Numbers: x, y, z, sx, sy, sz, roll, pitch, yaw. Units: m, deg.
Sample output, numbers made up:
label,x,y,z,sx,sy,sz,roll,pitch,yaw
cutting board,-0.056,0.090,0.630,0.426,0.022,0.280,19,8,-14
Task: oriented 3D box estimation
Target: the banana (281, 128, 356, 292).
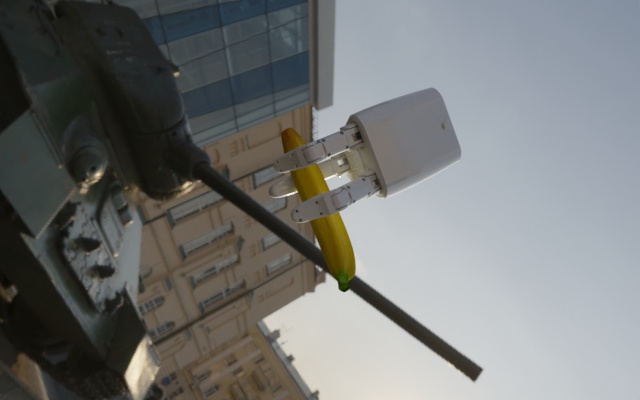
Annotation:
label,x,y,z,sx,sy,sz,roll,pitch,yaw
banana,0.002,0.010,0.547,0.037,0.197,0.070,-21,-17,-5
